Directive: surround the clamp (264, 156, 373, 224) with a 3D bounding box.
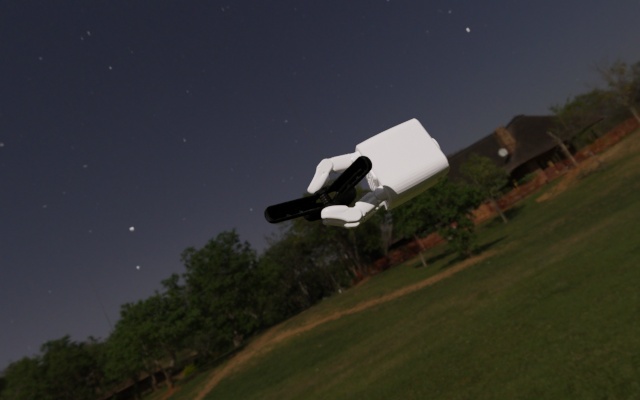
[{"bbox_3d":[0.000,0.002,0.737,0.164,0.036,0.210,-26,-12,-3],"label":"clamp"}]
